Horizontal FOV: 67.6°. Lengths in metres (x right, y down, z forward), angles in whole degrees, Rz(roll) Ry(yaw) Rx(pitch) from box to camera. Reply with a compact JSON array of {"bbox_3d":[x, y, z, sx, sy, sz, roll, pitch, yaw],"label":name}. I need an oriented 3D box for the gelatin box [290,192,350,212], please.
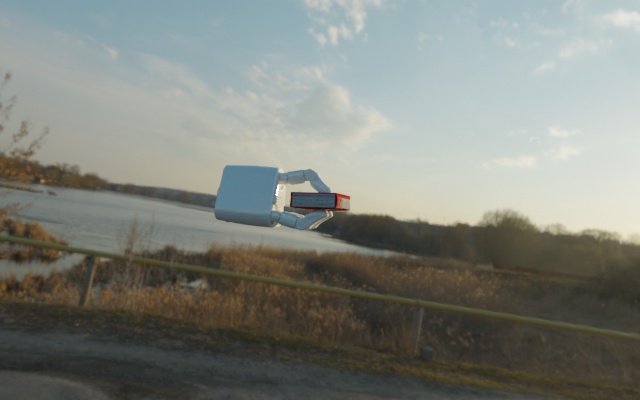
[{"bbox_3d":[0.000,0.002,0.851,0.089,0.030,0.073,0,-4,22],"label":"gelatin box"}]
